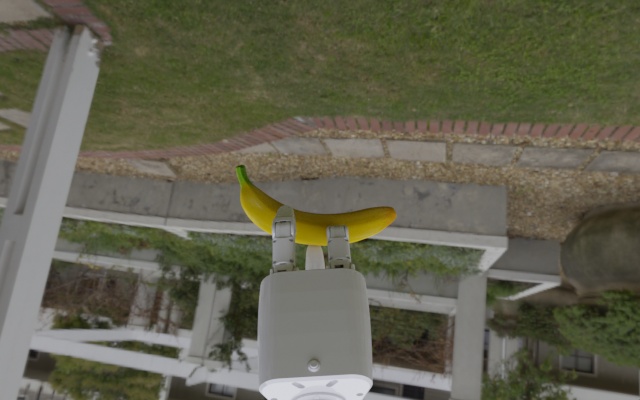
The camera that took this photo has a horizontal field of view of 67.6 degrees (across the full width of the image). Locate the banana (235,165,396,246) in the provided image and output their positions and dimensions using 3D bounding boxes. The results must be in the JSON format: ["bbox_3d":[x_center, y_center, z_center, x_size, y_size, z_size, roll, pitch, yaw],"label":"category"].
[{"bbox_3d":[-0.009,0.019,0.551,0.198,0.069,0.037,16,8,-13],"label":"banana"}]
